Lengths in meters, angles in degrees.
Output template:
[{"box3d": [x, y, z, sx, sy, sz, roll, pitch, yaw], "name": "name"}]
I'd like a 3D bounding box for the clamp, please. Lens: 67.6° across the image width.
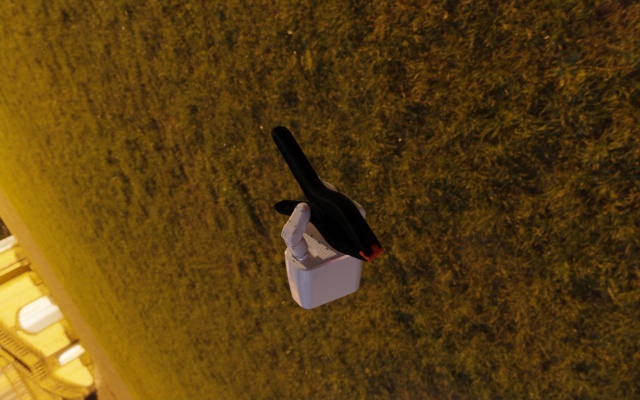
[{"box3d": [0.000, 0.003, 0.641, 0.036, 0.165, 0.210, -33, 52, -27], "name": "clamp"}]
